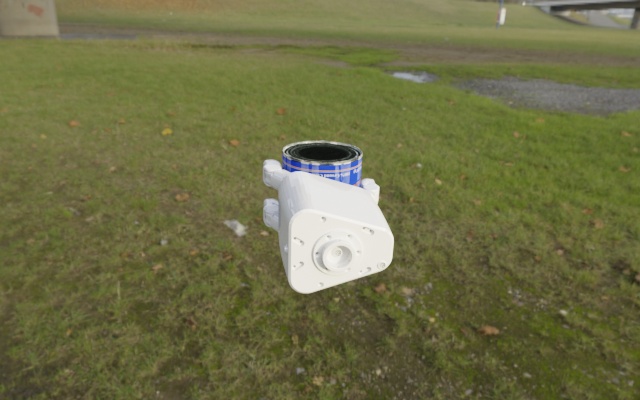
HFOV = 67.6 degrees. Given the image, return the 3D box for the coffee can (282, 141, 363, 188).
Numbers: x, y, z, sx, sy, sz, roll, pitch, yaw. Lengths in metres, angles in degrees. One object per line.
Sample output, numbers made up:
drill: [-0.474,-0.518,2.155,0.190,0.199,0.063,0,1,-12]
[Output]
coffee can: [0.000,0.002,0.627,0.103,0.140,0.102,2,21,-1]
